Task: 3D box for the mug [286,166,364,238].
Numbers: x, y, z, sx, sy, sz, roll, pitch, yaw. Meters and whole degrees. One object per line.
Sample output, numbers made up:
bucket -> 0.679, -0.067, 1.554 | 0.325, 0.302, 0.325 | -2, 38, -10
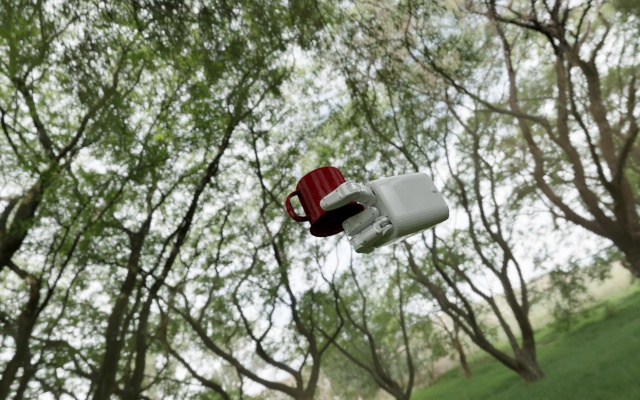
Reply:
mug -> -0.001, 0.003, 0.751 | 0.117, 0.081, 0.093 | -12, -30, -24
